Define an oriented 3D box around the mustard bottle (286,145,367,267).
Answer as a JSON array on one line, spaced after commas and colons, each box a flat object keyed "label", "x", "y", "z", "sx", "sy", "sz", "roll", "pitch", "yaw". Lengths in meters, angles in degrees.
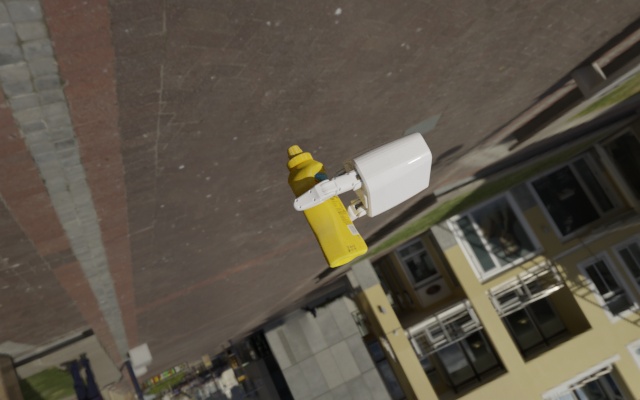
[{"label": "mustard bottle", "x": 0.000, "y": 0.003, "z": 0.711, "sx": 0.058, "sy": 0.191, "sz": 0.096, "roll": -31, "pitch": -12, "yaw": 18}]
